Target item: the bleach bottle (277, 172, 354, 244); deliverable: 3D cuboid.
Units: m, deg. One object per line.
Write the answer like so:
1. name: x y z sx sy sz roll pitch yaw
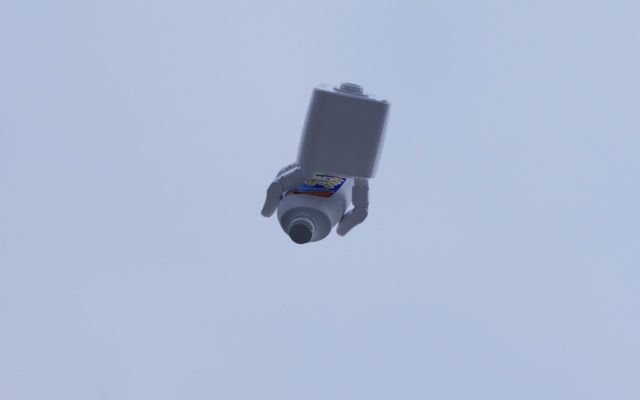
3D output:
1. bleach bottle: 0.000 0.002 0.692 0.102 0.068 0.250 13 20 3
